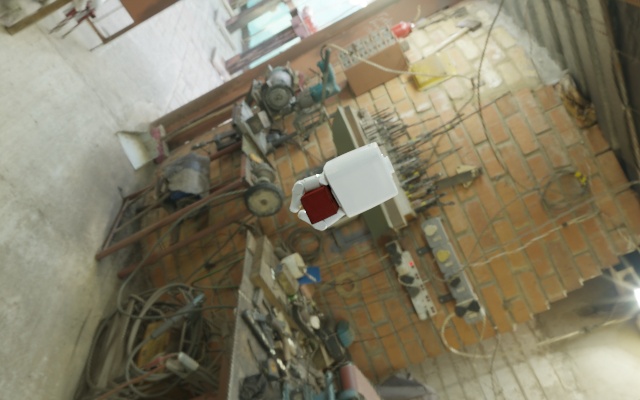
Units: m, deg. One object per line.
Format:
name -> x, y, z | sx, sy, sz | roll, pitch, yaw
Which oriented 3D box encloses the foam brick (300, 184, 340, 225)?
foam brick -> 0.000, 0.003, 0.884 | 0.051, 0.053, 0.078 | -24, 10, 11
